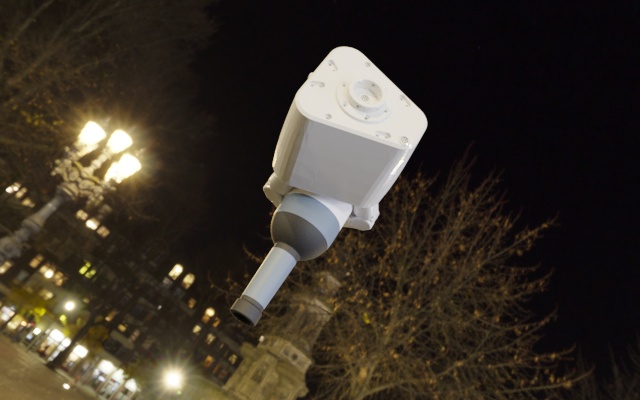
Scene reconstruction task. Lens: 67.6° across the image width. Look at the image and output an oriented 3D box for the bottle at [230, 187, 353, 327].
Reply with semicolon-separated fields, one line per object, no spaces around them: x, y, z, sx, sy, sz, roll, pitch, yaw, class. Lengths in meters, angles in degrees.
0.000;0.002;0.508;0.069;0.295;0.069;25;-31;16;bottle
